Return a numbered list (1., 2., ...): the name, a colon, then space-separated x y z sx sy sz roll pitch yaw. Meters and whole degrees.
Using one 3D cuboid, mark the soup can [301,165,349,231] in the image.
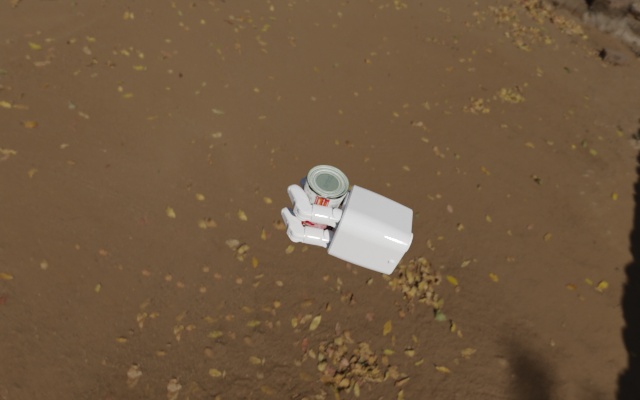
1. soup can: 0.000 0.002 0.750 0.068 0.068 0.102 0 -39 -17
